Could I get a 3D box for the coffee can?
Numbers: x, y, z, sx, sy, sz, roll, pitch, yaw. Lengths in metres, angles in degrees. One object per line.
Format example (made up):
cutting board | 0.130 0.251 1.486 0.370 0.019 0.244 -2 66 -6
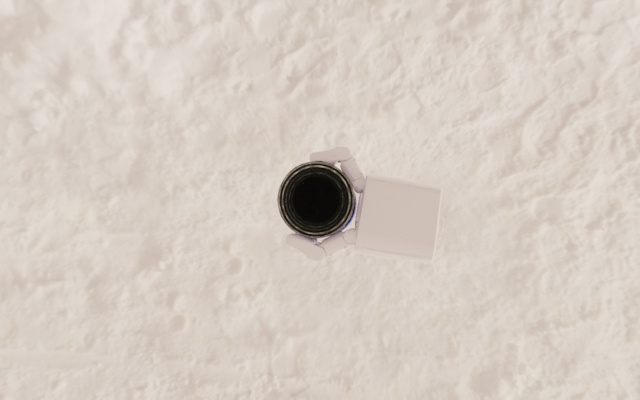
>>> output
coffee can | 0.000 0.002 0.691 0.103 0.103 0.140 0 -3 5
